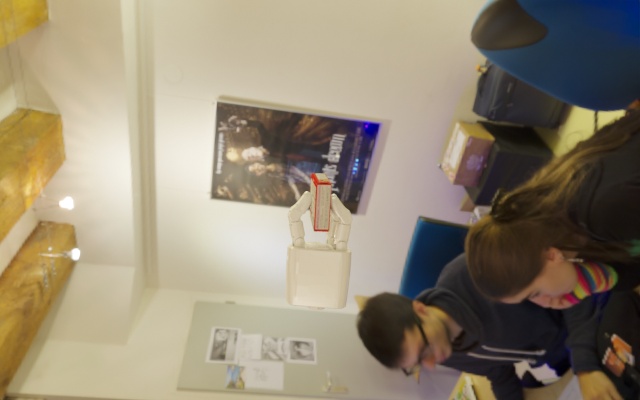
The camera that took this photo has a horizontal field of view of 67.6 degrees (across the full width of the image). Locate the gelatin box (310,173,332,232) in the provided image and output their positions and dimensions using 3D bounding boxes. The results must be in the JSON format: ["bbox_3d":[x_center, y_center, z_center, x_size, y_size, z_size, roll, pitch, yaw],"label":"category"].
[{"bbox_3d":[0.000,0.002,0.847,0.030,0.089,0.073,0,17,-7],"label":"gelatin box"}]
